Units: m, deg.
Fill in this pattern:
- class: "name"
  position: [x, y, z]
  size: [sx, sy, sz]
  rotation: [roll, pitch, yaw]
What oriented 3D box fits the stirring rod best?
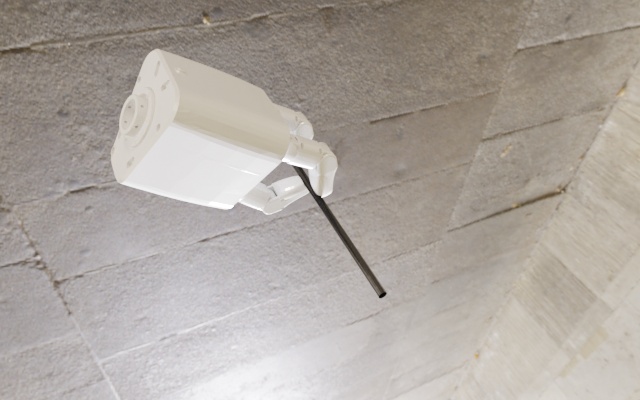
- class: "stirring rod"
  position: [0.000, 0.002, 0.475]
  size: [0.011, 0.011, 0.239]
  rotation: [0, 40, -35]
